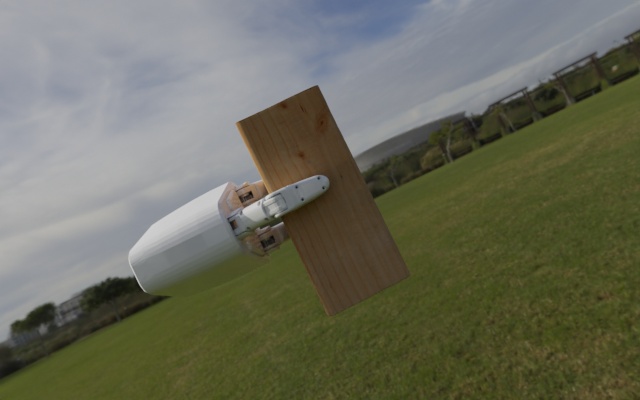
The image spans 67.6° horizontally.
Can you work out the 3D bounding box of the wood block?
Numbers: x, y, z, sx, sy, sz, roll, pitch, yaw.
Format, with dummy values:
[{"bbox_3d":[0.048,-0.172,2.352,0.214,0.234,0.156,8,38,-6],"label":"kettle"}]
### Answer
[{"bbox_3d":[0.000,0.002,0.498,0.090,0.206,0.091,-26,0,-5],"label":"wood block"}]
